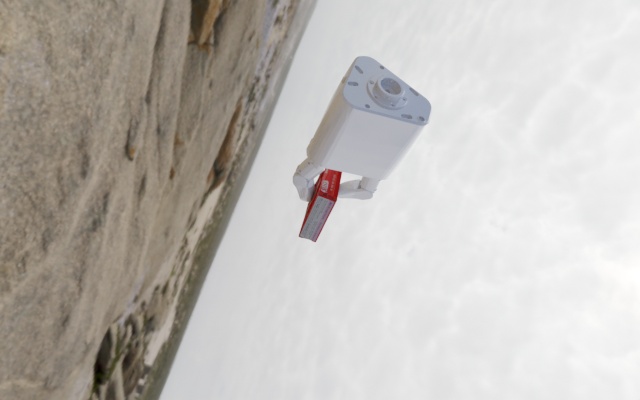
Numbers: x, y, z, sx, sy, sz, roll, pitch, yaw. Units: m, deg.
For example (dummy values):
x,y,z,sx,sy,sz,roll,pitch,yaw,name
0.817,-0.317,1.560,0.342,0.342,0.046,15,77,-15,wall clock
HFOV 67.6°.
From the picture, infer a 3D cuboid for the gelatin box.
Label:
x,y,z,sx,sy,sz,roll,pitch,yaw,name
0.000,0.003,0.667,0.030,0.089,0.073,20,40,-5,gelatin box
